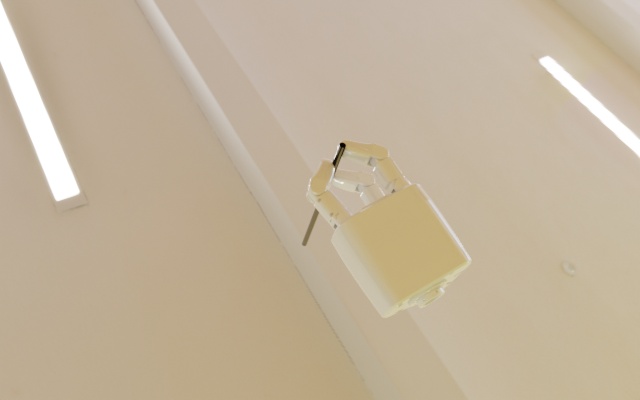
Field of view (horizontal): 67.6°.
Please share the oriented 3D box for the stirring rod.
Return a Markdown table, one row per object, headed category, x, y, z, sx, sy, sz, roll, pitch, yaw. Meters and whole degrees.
| category | x | y | z | sx | sy | sz | roll | pitch | yaw |
| --- | --- | --- | --- | --- | --- | --- | --- | --- | --- |
| stirring rod | 0.000 | 0.002 | 0.640 | 0.011 | 0.011 | 0.240 | 0 | -33 | -14 |
